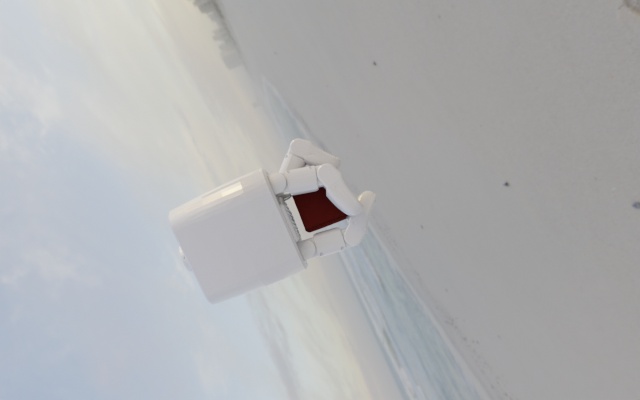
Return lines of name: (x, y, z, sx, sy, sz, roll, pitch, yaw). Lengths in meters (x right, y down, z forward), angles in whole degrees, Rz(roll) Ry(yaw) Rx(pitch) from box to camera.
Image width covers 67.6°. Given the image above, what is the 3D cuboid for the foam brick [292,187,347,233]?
foam brick: (0.000, 0.002, 0.524, 0.051, 0.053, 0.078, -22, -6, 0)
